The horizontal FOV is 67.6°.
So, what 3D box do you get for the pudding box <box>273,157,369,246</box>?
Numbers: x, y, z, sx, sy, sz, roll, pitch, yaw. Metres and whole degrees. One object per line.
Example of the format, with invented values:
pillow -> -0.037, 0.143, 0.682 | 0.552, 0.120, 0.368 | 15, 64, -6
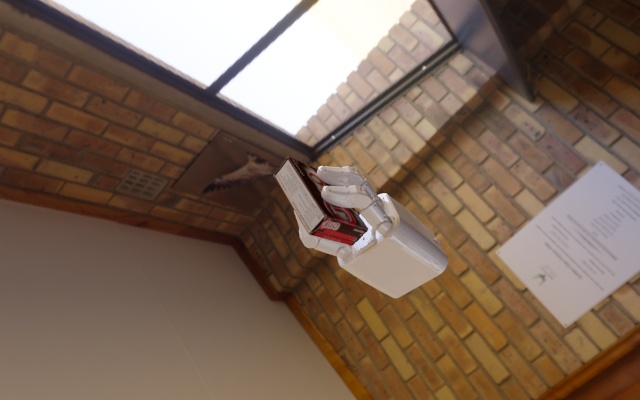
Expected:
pudding box -> 0.000, 0.002, 0.616 | 0.090, 0.039, 0.113 | 21, 27, -49
